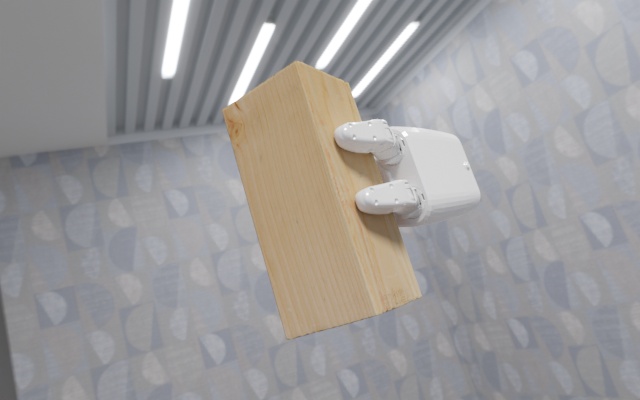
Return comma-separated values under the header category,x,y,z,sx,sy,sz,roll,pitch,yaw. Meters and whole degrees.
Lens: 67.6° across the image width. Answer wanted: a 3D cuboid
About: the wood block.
category,x,y,z,sx,sy,sz,roll,pitch,yaw
wood block,0.000,0.001,0.415,0.091,0.206,0.090,-25,-14,31
